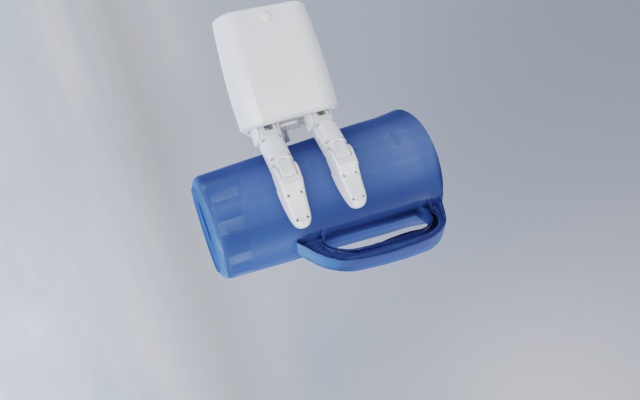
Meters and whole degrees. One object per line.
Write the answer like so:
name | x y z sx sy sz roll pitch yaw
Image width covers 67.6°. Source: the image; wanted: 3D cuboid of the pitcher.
pitcher | 0.000 0.001 0.500 0.243 0.145 0.149 -18 5 -16
